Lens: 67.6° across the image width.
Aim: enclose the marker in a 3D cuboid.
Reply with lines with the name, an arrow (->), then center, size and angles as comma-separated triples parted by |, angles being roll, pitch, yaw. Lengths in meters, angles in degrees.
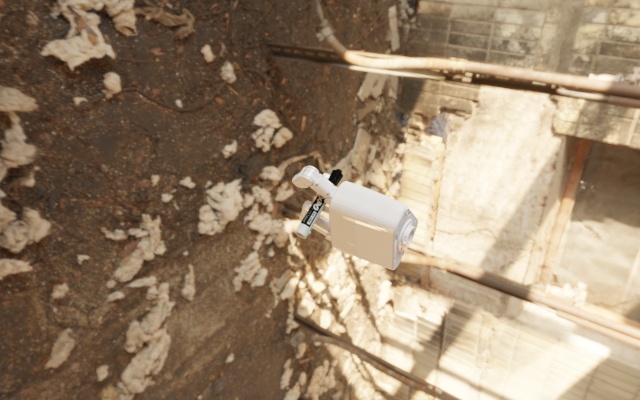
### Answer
marker -> 0.000, 0.002, 0.713 | 0.020, 0.121, 0.020 | 27, -21, 11
